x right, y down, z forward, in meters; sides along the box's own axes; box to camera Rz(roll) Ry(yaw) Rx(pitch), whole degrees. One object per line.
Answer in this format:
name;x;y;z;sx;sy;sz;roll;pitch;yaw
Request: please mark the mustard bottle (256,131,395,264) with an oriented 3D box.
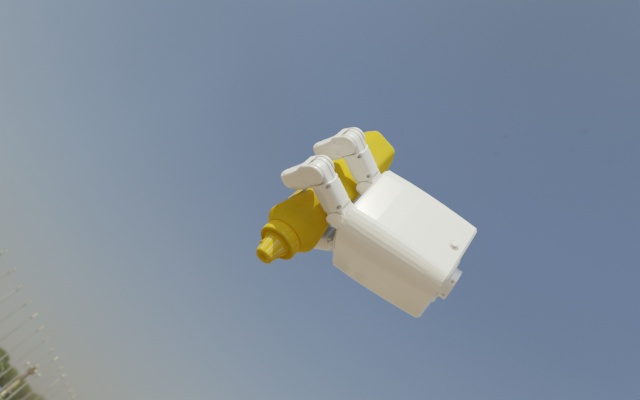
mustard bottle;0.000;0.001;0.509;0.191;0.058;0.096;-44;5;-38
